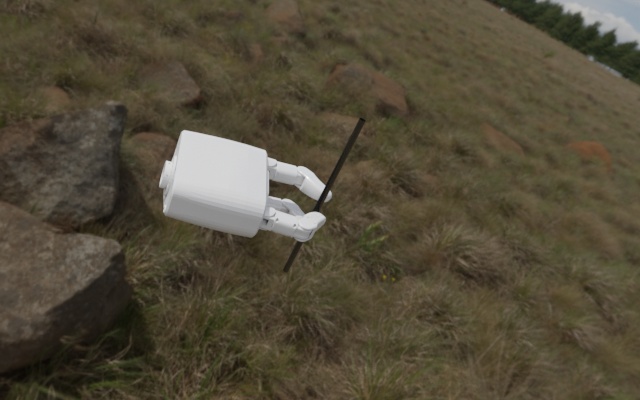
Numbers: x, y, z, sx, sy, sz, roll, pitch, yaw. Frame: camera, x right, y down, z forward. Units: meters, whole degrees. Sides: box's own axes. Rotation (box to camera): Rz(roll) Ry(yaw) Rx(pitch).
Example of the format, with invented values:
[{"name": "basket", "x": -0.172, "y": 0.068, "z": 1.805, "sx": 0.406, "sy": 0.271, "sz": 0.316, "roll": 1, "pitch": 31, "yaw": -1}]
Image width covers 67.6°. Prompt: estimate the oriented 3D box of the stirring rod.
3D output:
[{"name": "stirring rod", "x": 0.000, "y": 0.002, "z": 0.605, "sx": 0.011, "sy": 0.240, "sz": 0.011, "roll": 21, "pitch": 28, "yaw": -12}]
